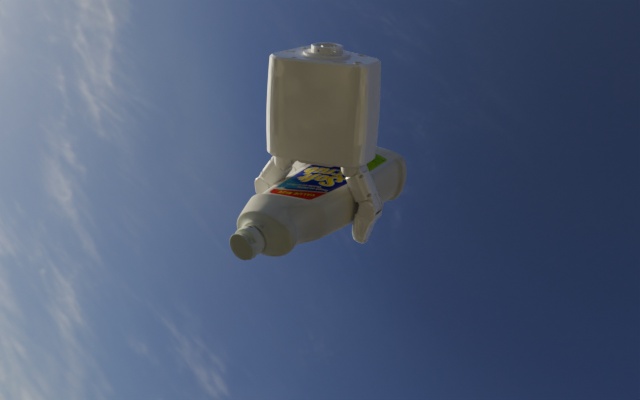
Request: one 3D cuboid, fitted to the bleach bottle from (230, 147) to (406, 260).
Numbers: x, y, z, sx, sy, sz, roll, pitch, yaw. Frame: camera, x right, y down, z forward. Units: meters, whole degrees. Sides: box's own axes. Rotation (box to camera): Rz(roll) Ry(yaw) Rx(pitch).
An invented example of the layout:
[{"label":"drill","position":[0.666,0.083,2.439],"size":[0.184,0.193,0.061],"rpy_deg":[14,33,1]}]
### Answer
[{"label":"bleach bottle","position":[0.000,0.002,0.543],"size":[0.102,0.068,0.250],"rpy_deg":[20,32,27]}]
